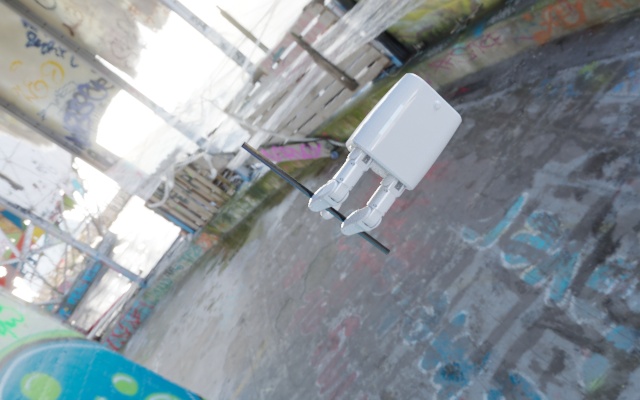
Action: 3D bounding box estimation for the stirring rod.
[{"bbox_3d":[0.000,0.002,0.598,0.239,0.011,0.011,37,-15,-21],"label":"stirring rod"}]
